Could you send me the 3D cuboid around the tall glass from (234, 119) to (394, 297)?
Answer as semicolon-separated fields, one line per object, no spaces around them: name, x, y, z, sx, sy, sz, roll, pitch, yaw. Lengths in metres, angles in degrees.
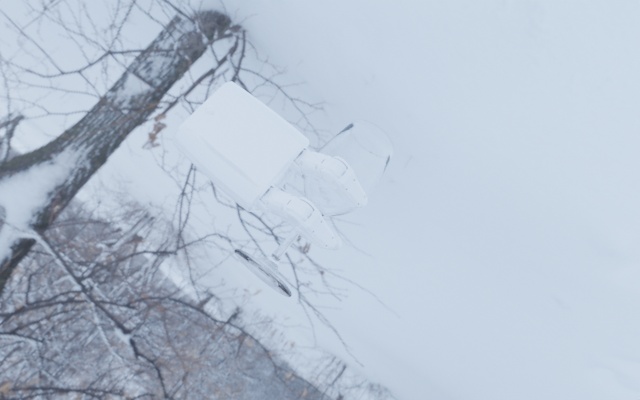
tall glass;0.000;0.002;0.517;0.079;0.201;0.079;34;-20;15
